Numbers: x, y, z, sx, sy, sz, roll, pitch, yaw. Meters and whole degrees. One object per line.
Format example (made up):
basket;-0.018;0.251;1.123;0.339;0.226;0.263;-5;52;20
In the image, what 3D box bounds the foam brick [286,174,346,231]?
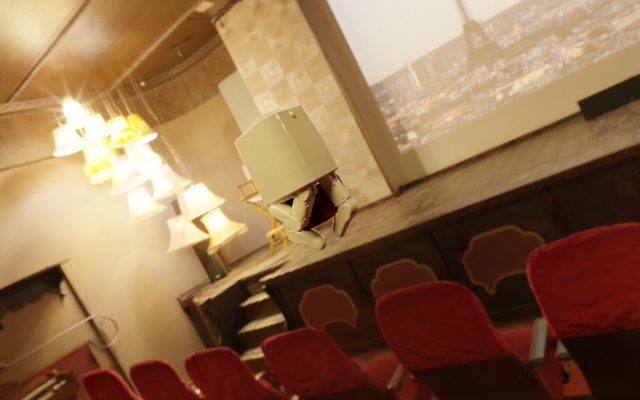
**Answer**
foam brick;0.000;0.002;0.702;0.053;0.051;0.078;-27;3;38
